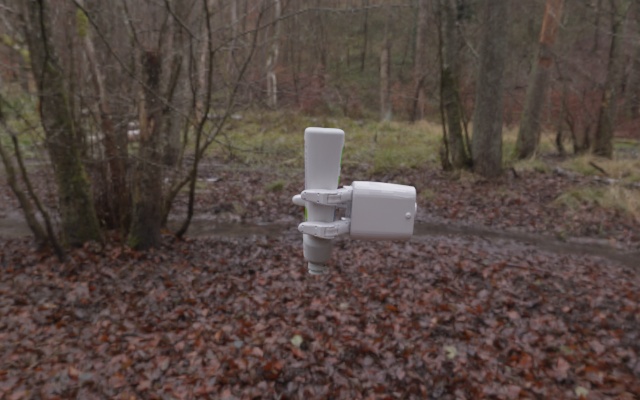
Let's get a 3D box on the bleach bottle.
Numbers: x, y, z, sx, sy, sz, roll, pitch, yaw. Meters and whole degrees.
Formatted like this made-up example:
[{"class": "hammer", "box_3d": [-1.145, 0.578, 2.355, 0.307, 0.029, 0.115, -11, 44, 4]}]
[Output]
[{"class": "bleach bottle", "box_3d": [0.000, 0.003, 0.829, 0.068, 0.251, 0.102, 3, 11, -1]}]
